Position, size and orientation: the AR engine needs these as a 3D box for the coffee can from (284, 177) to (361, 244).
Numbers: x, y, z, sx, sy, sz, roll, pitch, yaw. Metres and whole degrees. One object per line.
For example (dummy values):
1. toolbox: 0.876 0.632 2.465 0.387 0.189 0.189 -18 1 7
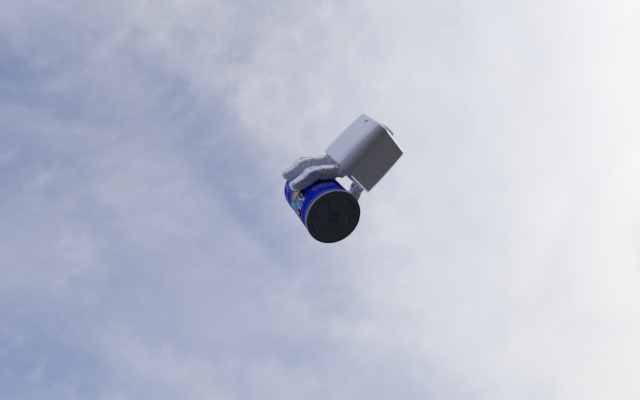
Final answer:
1. coffee can: 0.000 0.003 0.893 0.103 0.103 0.140 0 23 -22
